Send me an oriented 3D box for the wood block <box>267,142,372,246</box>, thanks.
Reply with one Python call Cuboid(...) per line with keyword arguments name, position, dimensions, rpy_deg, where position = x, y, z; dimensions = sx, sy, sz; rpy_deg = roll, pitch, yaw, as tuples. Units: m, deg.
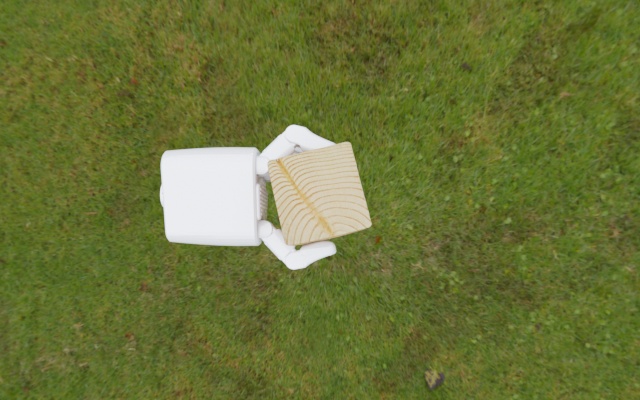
Cuboid(name="wood block", position=(0.000, 0.002, 0.576), dimensions=(0.090, 0.091, 0.206), rpy_deg=(-13, -5, 0))
